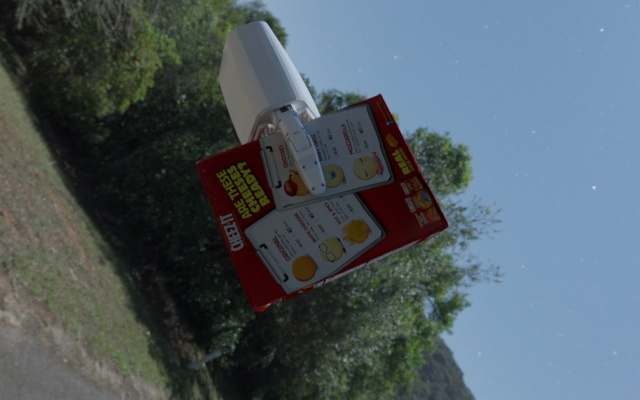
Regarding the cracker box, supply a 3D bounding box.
[{"bbox_3d":[0.000,0.002,0.512,0.213,0.164,0.072,-22,-15,-8],"label":"cracker box"}]
